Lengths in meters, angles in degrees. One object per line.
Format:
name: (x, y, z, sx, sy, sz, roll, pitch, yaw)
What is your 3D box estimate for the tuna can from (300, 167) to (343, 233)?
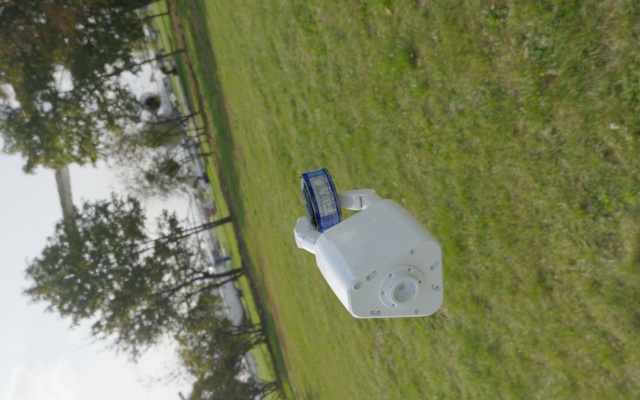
tuna can: (0.000, 0.002, 0.625, 0.034, 0.086, 0.086, -15, 2, -8)
